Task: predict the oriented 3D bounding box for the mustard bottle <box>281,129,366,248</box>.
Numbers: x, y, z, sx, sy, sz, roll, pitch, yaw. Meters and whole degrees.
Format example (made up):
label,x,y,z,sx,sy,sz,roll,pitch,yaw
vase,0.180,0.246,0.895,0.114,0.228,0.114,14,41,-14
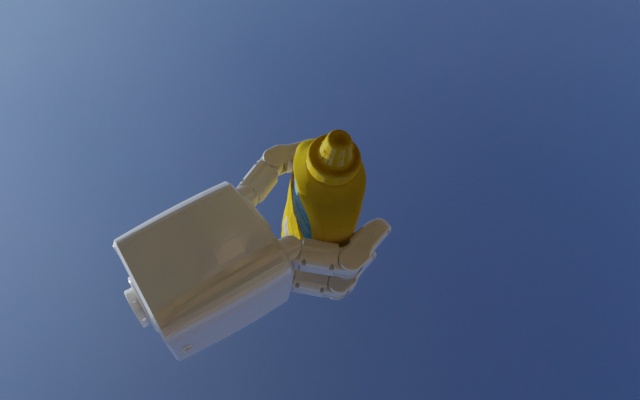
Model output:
label,x,y,z,sx,sy,sz,roll,pitch,yaw
mustard bottle,0.000,0.001,0.422,0.058,0.096,0.192,-5,-27,-11
